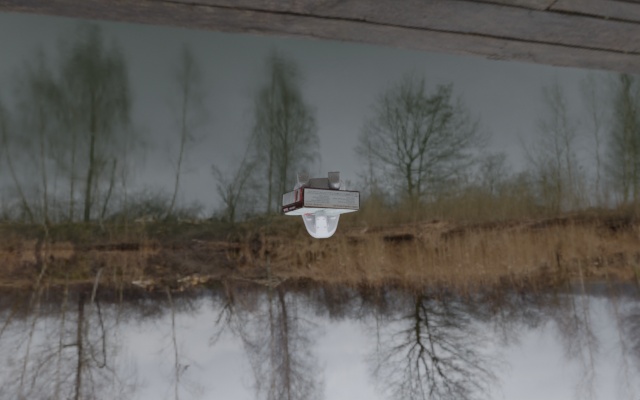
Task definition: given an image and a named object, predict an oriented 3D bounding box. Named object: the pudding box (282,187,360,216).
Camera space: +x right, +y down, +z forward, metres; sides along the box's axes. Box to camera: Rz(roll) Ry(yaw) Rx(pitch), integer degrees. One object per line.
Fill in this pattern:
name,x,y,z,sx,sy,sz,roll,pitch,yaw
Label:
pudding box,0.000,0.003,0.841,0.113,0.039,0.090,2,-9,-28
